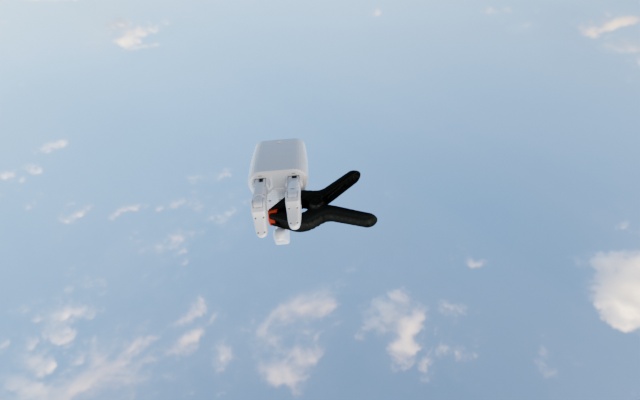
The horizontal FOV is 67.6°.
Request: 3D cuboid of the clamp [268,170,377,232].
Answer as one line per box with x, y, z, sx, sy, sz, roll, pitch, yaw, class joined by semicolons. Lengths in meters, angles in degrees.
0.000;0.003;0.768;0.171;0.039;0.120;-5;40;2;clamp
